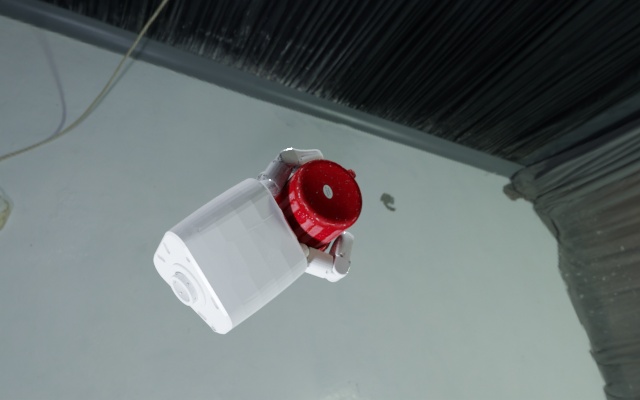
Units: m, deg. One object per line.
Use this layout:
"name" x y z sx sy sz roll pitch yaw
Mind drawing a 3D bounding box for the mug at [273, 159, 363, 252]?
"mug" 0.001 0.001 0.530 0.117 0.093 0.081 -38 -2 -38
